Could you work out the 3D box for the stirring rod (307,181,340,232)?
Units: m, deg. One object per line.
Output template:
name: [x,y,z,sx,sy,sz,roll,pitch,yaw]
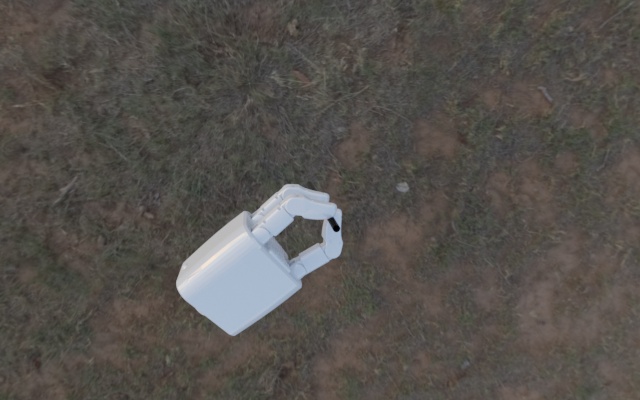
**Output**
stirring rod: [0.000,0.002,0.627,0.011,0.011,0.239,0,14,-8]
